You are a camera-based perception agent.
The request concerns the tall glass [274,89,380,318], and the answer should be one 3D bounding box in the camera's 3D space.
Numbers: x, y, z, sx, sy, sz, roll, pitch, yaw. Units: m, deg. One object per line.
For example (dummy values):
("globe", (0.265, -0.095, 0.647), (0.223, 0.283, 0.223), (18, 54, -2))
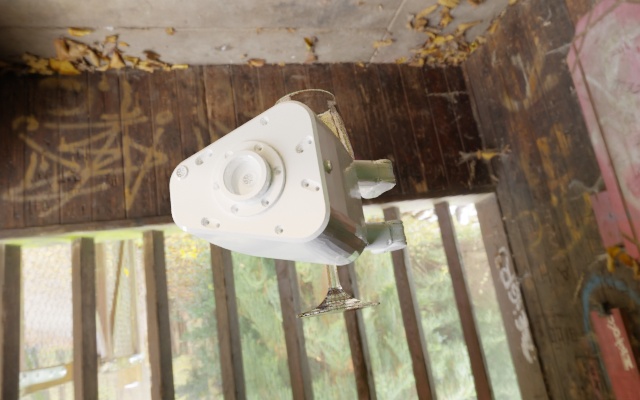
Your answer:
("tall glass", (0.000, 0.002, 0.440), (0.079, 0.201, 0.079), (-9, -15, -2))
